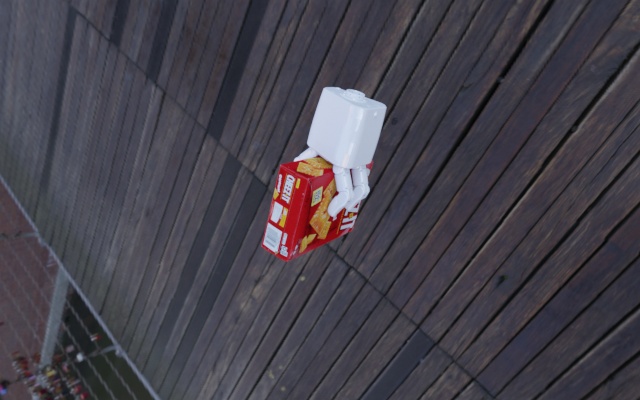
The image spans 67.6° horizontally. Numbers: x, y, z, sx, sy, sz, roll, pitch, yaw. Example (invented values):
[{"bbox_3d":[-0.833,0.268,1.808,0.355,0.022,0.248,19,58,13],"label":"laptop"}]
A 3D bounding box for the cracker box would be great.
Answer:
[{"bbox_3d":[0.000,0.003,0.878,0.072,0.164,0.213,29,28,28],"label":"cracker box"}]
